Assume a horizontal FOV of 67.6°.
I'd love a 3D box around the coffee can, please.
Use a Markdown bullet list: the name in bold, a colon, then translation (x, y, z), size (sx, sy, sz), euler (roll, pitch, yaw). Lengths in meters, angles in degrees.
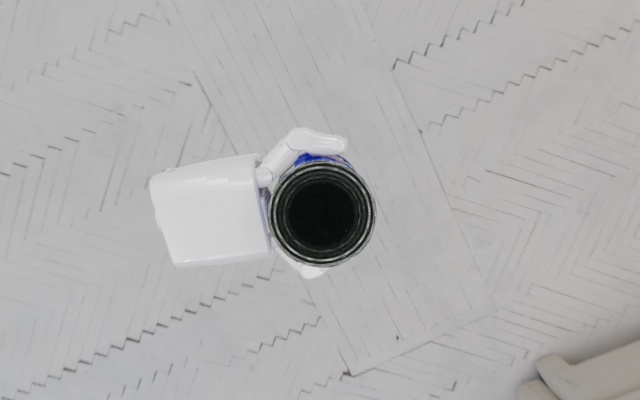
- **coffee can**: translation (0.000, 0.002, 0.512), size (0.103, 0.103, 0.140), euler (0, 10, -1)
